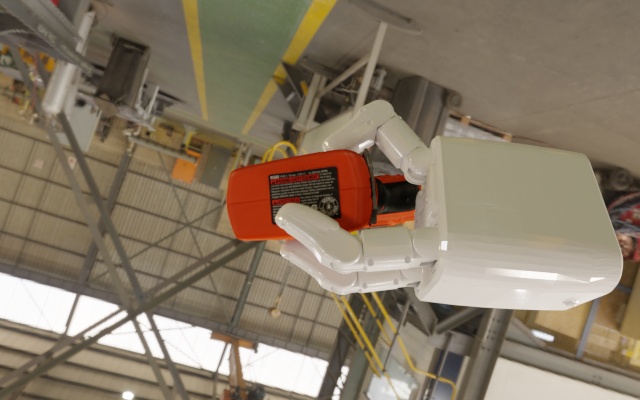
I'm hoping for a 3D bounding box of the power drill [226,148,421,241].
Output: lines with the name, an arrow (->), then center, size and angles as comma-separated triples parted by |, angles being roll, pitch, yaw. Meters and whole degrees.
power drill -> 0.000, 0.001, 0.410 | 0.184, 0.057, 0.187 | -9, -4, 21
